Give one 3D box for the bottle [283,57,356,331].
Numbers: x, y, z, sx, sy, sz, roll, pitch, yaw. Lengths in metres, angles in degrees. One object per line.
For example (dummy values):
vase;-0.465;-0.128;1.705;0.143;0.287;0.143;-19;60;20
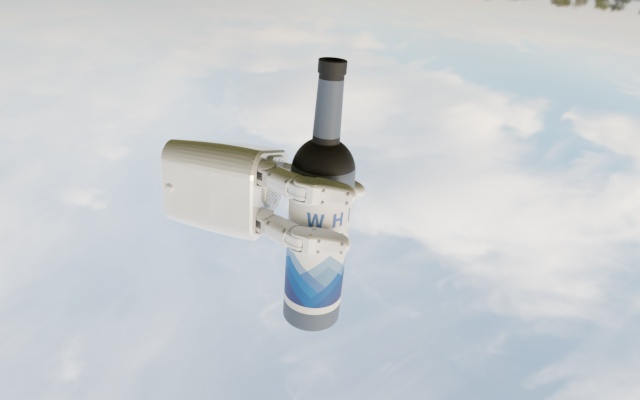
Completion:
bottle;0.000;0.002;0.505;0.069;0.296;0.069;4;26;-2
